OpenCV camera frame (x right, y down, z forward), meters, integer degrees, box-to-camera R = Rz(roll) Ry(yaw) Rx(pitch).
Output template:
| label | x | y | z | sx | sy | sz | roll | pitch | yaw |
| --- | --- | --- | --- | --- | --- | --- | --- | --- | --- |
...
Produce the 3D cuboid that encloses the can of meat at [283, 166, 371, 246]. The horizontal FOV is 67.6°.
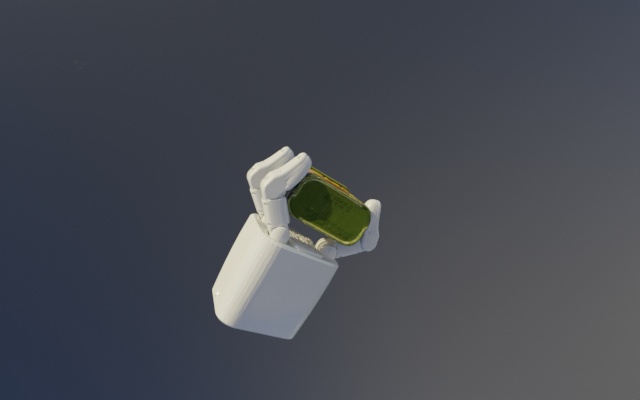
| label | x | y | z | sx | sy | sz | roll | pitch | yaw |
| --- | --- | --- | --- | --- | --- | --- | --- | --- | --- |
| can of meat | 0.000 | 0.002 | 0.546 | 0.102 | 0.057 | 0.084 | 30 | 5 | -22 |
